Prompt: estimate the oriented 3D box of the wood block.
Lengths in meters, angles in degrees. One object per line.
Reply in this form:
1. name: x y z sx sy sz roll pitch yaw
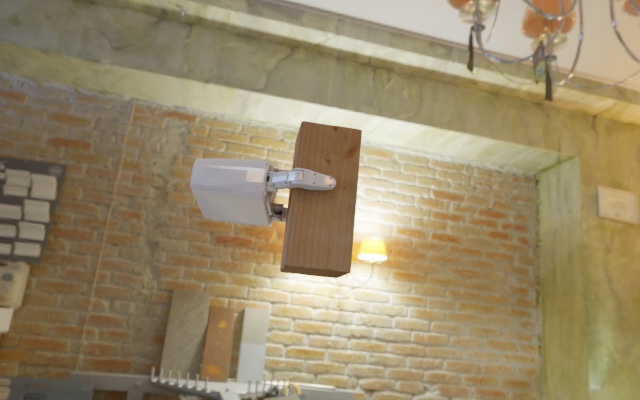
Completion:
1. wood block: 0.000 0.002 0.693 0.090 0.206 0.091 8 -15 -8
